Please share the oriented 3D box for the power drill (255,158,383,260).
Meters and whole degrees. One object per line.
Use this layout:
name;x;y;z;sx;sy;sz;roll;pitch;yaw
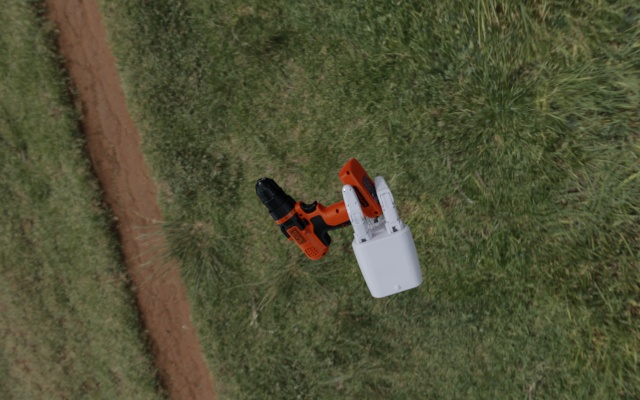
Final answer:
power drill;0.001;0.003;0.829;0.188;0.184;0.057;-29;22;29
